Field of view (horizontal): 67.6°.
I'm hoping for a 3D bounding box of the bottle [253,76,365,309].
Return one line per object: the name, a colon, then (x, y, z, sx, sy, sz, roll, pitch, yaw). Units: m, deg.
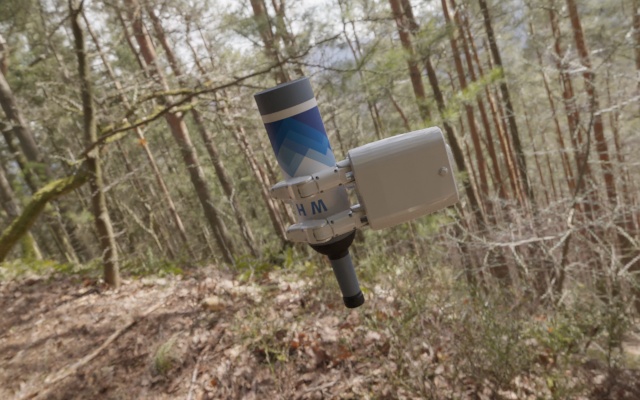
bottle: (0.000, 0.002, 0.588, 0.069, 0.296, 0.069, -17, 17, 5)
